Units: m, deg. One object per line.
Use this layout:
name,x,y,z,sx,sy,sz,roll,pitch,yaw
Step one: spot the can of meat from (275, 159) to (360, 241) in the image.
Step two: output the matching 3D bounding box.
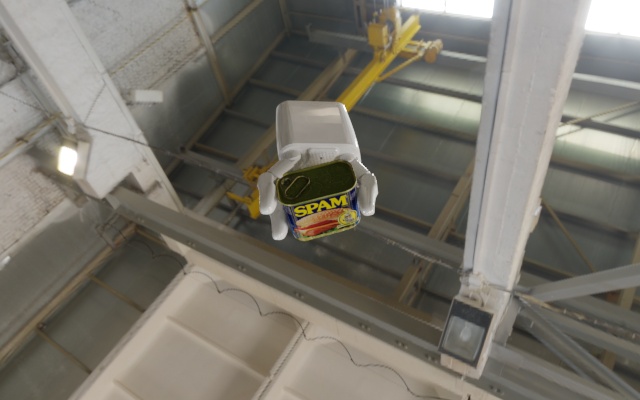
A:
can of meat,0.000,0.002,0.633,0.102,0.057,0.084,-14,-41,0
